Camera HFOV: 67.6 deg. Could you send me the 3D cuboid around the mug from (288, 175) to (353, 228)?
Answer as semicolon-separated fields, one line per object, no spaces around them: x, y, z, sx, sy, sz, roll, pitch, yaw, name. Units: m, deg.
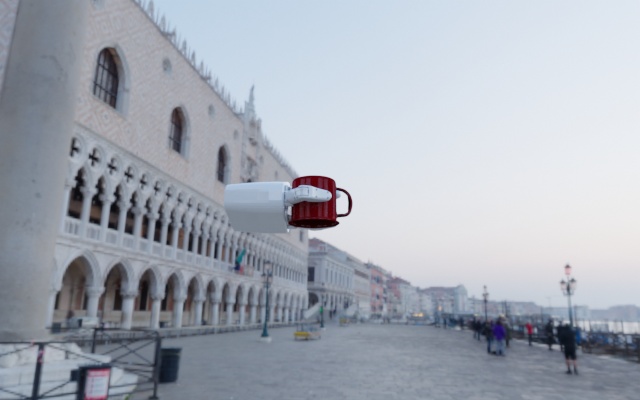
0.002;0.003;0.867;0.117;0.081;0.093;0;-13;1;mug
